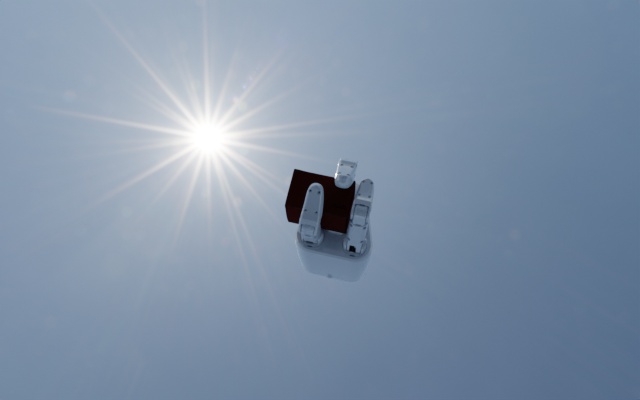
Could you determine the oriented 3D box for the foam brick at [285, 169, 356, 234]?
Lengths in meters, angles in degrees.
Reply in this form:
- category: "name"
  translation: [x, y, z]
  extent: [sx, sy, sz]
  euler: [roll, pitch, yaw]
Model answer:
- category: "foam brick"
  translation: [0.000, 0.002, 0.587]
  extent: [0.078, 0.053, 0.051]
  euler: [12, -24, 6]
